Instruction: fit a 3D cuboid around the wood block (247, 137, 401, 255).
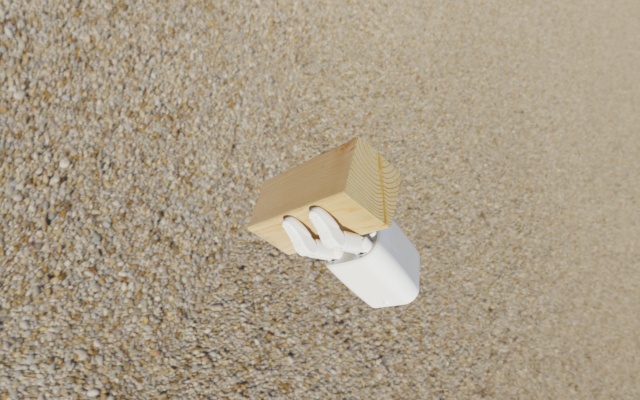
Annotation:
[{"bbox_3d":[0.001,0.002,0.672,0.090,0.090,0.206,36,-36,-29],"label":"wood block"}]
